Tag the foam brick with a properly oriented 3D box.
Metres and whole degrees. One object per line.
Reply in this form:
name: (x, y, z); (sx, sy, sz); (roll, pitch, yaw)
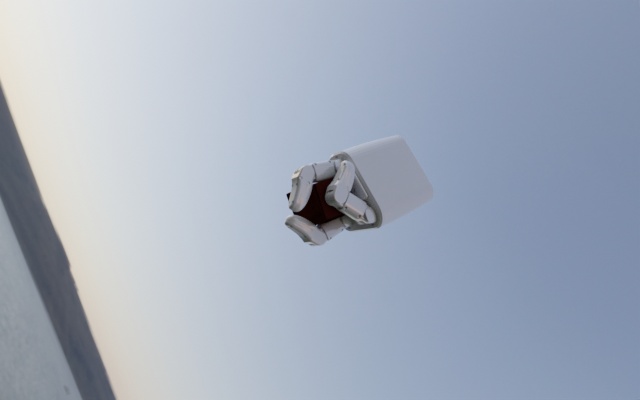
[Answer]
foam brick: (0.000, 0.002, 0.640); (0.051, 0.053, 0.078); (-22, 4, -31)
